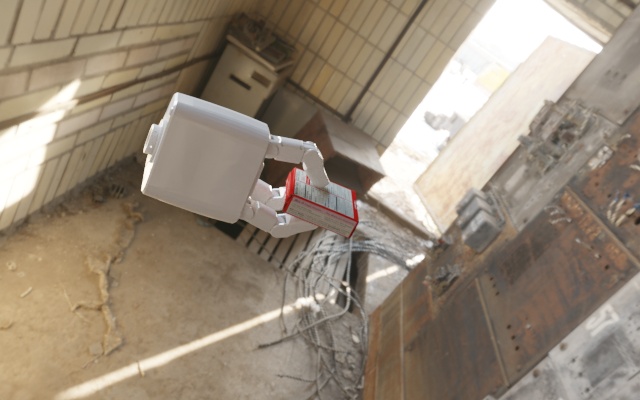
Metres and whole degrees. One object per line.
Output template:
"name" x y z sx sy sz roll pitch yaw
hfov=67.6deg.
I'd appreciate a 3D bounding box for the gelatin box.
"gelatin box" 0.001 0.002 0.577 0.089 0.030 0.073 21 27 -12
